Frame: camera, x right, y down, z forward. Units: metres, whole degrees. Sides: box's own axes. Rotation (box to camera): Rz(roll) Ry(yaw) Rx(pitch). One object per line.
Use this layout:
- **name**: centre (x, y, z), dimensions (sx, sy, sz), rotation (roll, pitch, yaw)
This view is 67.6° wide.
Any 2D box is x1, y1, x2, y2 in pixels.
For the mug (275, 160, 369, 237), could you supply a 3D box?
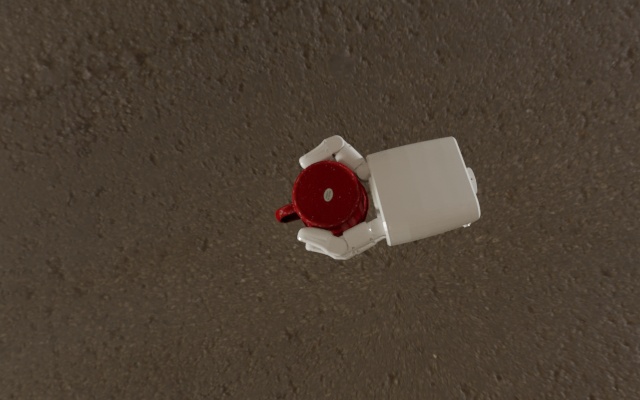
- **mug**: centre (-0.001, 0.002, 0.587), dimensions (0.117, 0.093, 0.081), rotation (-16, -11, 5)
